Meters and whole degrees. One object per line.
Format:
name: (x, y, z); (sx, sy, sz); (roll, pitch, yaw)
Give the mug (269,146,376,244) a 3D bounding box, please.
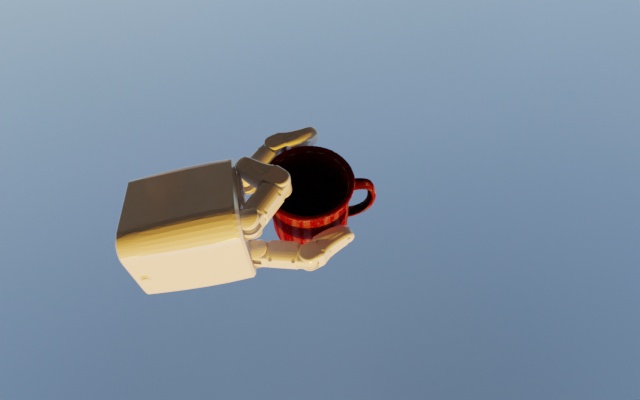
mug: (0.001, 0.001, 0.503); (0.117, 0.093, 0.082); (-10, -34, -5)
